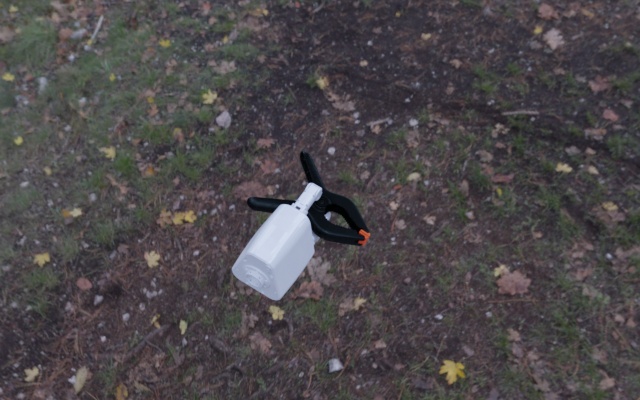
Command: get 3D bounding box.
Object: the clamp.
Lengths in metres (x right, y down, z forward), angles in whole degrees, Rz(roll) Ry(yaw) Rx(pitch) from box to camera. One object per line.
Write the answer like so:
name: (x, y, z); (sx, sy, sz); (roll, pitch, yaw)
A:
clamp: (0.001, 0.003, 0.842); (0.210, 0.164, 0.036); (30, -36, 9)
